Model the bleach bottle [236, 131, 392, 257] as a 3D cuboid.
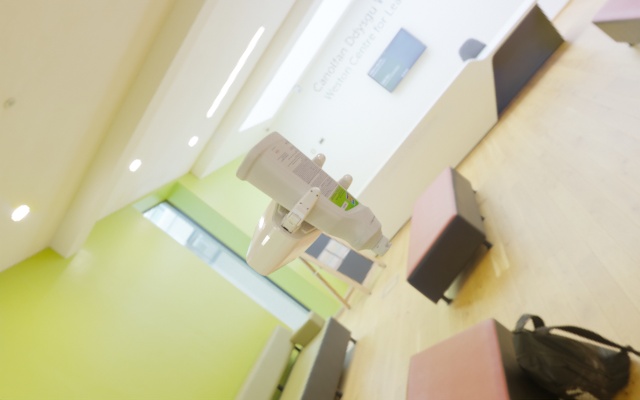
[{"bbox_3d":[0.000,0.002,0.725,0.251,0.068,0.102,38,35,-1],"label":"bleach bottle"}]
